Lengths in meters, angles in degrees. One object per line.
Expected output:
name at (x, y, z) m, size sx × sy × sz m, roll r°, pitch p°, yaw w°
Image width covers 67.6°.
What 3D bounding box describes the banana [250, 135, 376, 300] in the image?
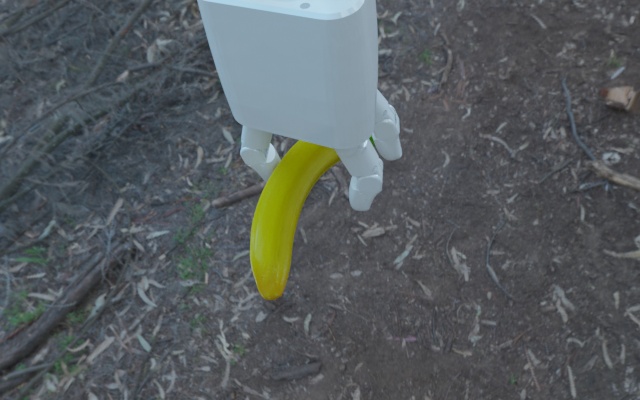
banana at (-0.014, -0.008, 0.416) m, size 0.069 × 0.197 × 0.037 m, roll 25°, pitch -29°, yaw 20°
